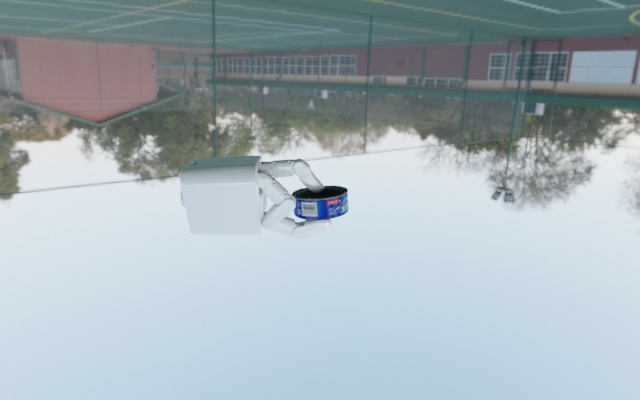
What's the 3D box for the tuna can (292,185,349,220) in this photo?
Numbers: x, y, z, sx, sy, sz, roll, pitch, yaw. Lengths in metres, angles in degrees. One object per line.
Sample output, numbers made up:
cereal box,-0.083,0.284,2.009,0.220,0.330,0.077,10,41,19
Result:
tuna can,0.000,0.003,0.728,0.086,0.034,0.086,-4,14,1
